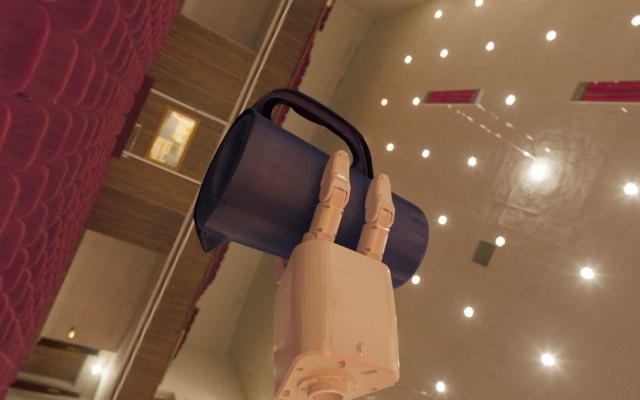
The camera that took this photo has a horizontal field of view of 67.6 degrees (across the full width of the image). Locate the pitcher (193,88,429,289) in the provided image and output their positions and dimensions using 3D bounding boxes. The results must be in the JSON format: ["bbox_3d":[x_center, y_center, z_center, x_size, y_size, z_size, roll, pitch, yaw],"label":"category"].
[{"bbox_3d":[0.000,0.002,0.520,0.243,0.145,0.149,24,-51,-23],"label":"pitcher"}]
